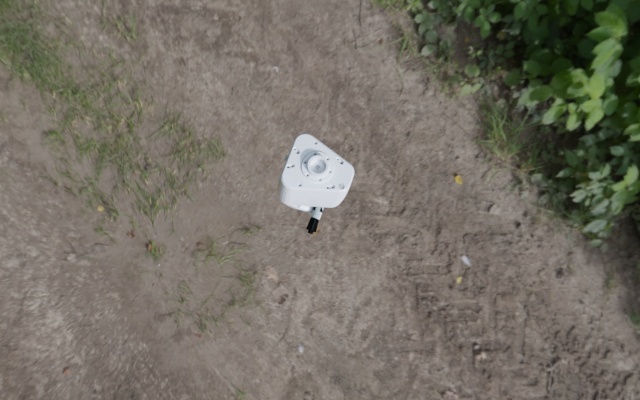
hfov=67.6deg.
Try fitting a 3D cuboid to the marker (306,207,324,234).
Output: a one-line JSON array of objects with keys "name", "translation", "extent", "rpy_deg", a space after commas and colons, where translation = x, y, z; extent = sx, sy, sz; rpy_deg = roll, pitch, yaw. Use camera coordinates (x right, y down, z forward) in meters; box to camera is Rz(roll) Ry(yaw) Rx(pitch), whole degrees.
[{"name": "marker", "translation": [0.000, 0.003, 0.862], "extent": [0.020, 0.121, 0.020], "rpy_deg": [18, -13, 4]}]
